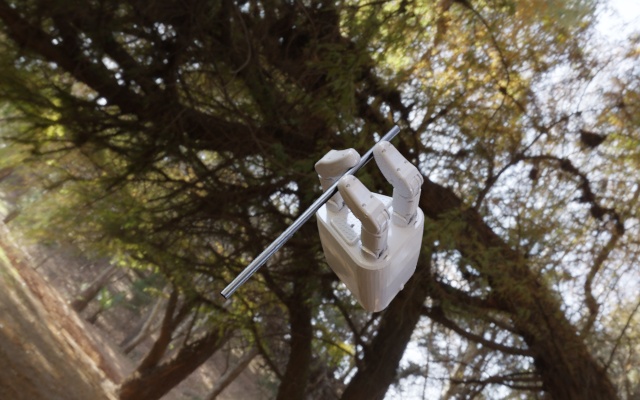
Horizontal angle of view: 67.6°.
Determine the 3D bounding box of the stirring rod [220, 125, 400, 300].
[{"bbox_3d":[0.000,0.002,0.434,0.239,0.011,0.011,-44,23,-26],"label":"stirring rod"}]
